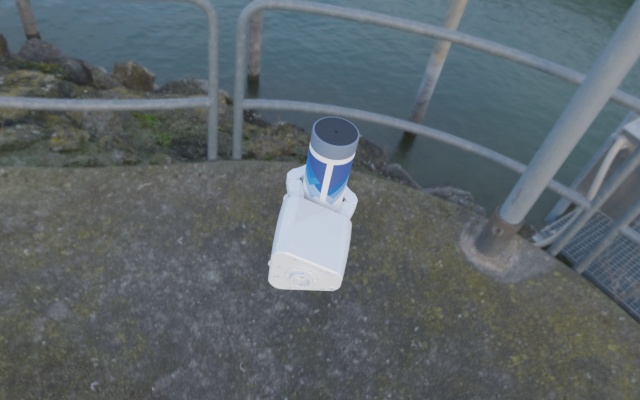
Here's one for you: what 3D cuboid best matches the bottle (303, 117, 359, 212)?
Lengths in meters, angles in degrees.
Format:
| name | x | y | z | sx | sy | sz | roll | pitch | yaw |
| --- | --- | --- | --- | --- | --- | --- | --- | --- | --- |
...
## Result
| name | x | y | z | sx | sy | sz | roll | pitch | yaw |
| --- | --- | --- | --- | --- | --- | --- | --- | --- | --- |
| bottle | 0.000 | 0.002 | 0.771 | 0.069 | 0.069 | 0.296 | 0 | -42 | -12 |
